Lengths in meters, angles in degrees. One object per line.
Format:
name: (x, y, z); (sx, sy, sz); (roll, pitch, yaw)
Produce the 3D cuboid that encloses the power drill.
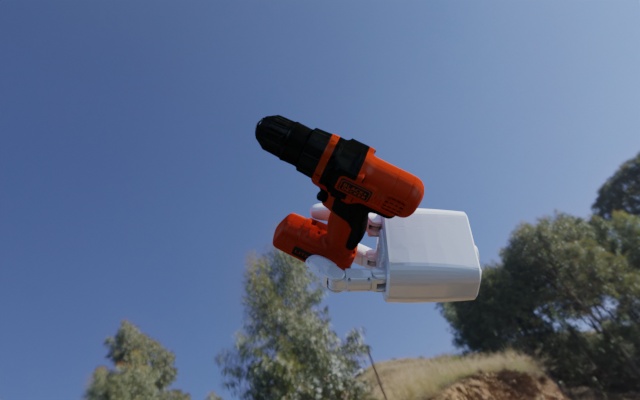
power drill: (0.000, 0.002, 0.541); (0.184, 0.057, 0.188); (26, -37, 1)
